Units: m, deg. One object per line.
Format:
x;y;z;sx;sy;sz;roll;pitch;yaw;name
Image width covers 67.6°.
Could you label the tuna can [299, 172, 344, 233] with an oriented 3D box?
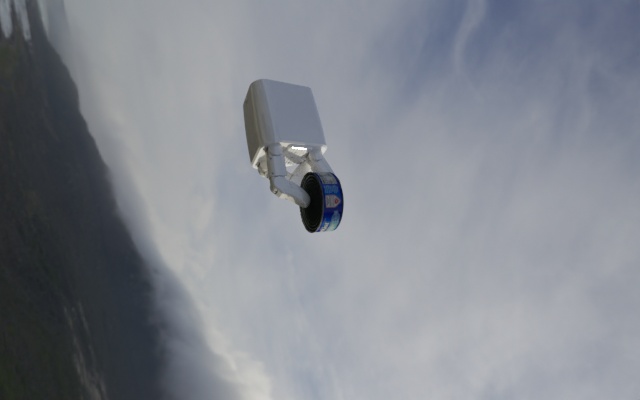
0.001;0.002;0.672;0.034;0.086;0.086;-2;1;-24;tuna can
